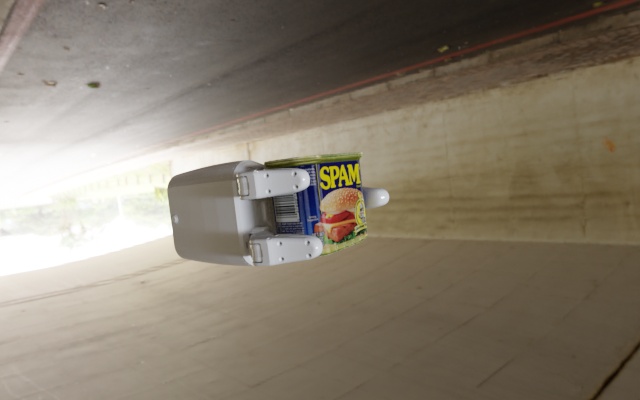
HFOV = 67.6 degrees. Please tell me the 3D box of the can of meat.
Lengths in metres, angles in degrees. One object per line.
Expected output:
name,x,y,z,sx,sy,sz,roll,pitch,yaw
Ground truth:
can of meat,0.000,0.002,0.436,0.057,0.084,0.102,-4,4,33
